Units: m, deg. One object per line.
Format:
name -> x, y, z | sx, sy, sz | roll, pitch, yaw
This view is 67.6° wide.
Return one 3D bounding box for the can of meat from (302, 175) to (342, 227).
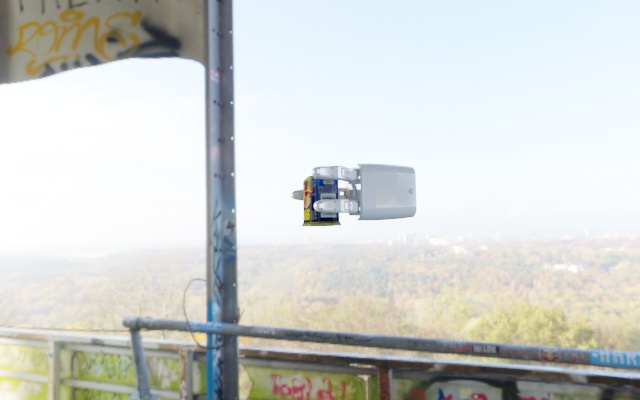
can of meat -> 0.000, 0.002, 0.825 | 0.057, 0.084, 0.102 | 0, -4, -11
